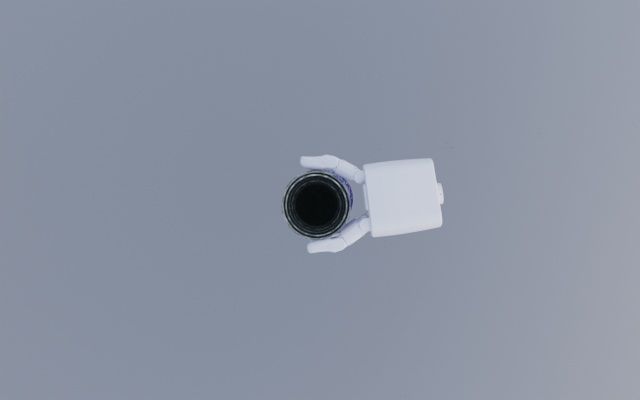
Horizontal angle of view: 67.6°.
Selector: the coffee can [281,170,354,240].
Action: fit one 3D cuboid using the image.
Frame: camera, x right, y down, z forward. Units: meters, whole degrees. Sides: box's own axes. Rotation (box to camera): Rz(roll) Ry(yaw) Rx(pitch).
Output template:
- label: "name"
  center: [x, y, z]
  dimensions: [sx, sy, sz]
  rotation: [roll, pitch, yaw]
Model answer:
- label: "coffee can"
  center: [0.000, 0.002, 0.761]
  dimensions: [0.103, 0.103, 0.140]
  rotation: [0, 4, 5]
